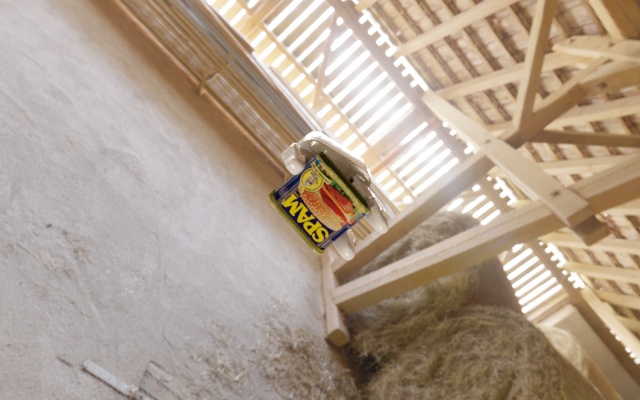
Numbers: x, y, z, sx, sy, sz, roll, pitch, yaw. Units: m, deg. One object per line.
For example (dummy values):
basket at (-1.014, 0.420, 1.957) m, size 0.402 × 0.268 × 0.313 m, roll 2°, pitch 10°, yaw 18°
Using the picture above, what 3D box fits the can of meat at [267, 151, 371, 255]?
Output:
can of meat at (0.000, 0.002, 0.596) m, size 0.084 × 0.102 × 0.057 m, roll -40°, pitch 7°, yaw 12°
